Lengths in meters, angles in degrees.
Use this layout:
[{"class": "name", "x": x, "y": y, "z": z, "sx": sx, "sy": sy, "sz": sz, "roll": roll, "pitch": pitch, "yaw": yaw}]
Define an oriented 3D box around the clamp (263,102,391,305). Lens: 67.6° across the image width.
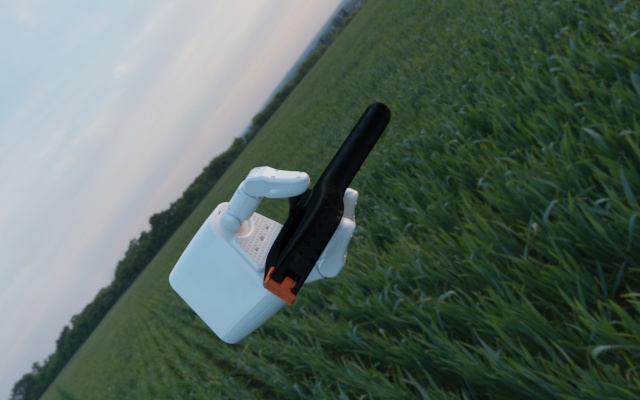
[{"class": "clamp", "x": -0.001, "y": 0.001, "z": 0.434, "sx": 0.036, "sy": 0.165, "sz": 0.209, "roll": 35, "pitch": 33, "yaw": -11}]
